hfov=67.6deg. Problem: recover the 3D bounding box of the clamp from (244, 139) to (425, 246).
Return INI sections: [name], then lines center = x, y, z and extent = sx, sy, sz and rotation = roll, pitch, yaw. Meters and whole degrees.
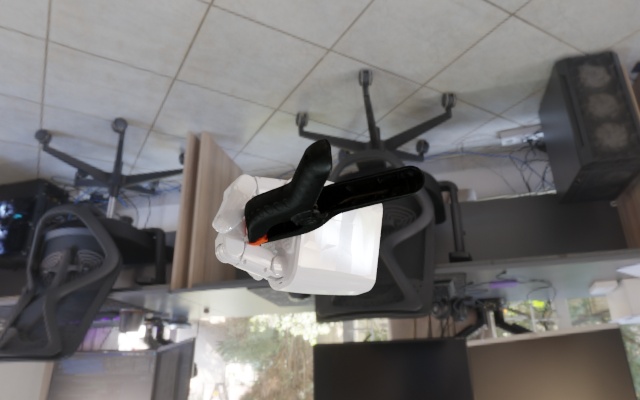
[clamp]
center = 0.000, 0.002, 0.405
extent = 0.120, 0.039, 0.171
rotation = 12, -26, -33
